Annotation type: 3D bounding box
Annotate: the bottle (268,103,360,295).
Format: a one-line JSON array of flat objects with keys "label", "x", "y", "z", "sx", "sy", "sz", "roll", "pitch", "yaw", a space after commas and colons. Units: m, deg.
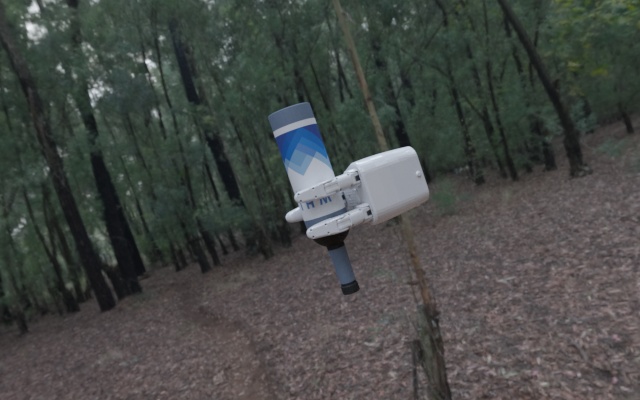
[{"label": "bottle", "x": 0.000, "y": 0.002, "z": 0.730, "sx": 0.069, "sy": 0.296, "sz": 0.069, "roll": -19, "pitch": 3, "yaw": 1}]
